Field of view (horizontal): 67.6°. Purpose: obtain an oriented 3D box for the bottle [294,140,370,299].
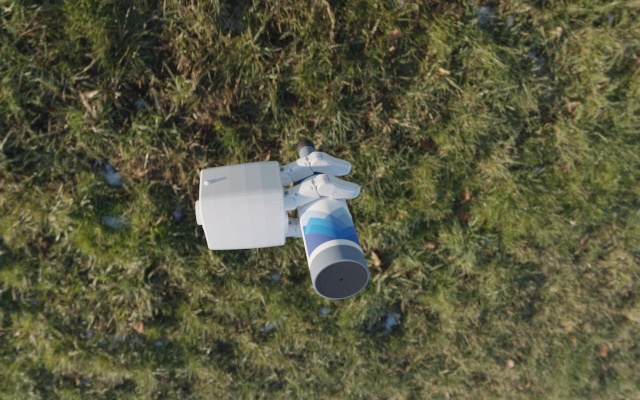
[{"bbox_3d":[0.000,0.002,0.661,0.069,0.069,0.295,0,37,-12],"label":"bottle"}]
